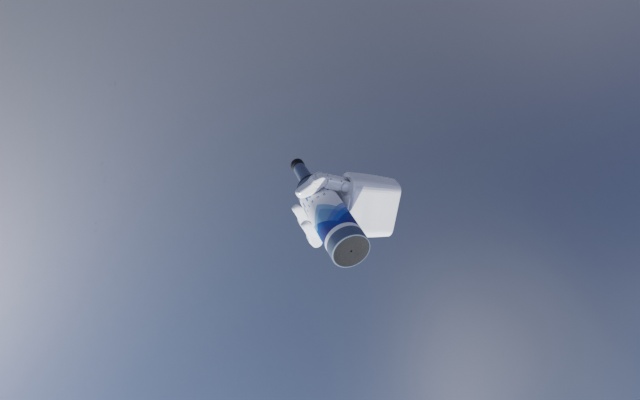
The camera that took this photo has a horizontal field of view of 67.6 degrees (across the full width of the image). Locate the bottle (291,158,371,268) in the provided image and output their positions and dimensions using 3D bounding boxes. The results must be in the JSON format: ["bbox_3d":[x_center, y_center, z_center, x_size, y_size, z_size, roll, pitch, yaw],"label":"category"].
[{"bbox_3d":[0.000,0.003,0.868,0.069,0.069,0.295,0,32,-23],"label":"bottle"}]
